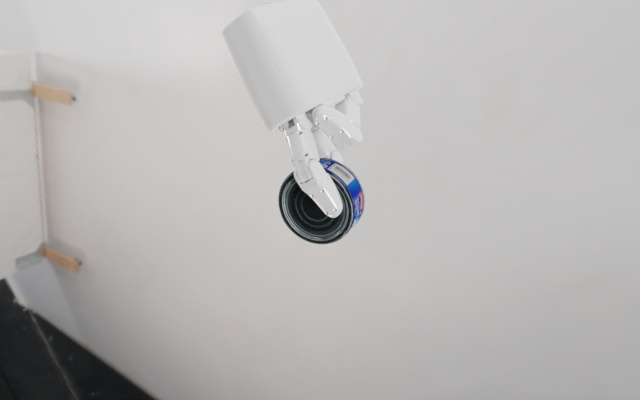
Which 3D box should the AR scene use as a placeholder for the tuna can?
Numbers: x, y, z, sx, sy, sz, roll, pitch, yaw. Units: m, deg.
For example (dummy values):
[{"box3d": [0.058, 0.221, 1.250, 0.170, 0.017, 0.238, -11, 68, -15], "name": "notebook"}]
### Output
[{"box3d": [0.000, 0.002, 0.493, 0.086, 0.086, 0.033, 0, 20, 24], "name": "tuna can"}]
